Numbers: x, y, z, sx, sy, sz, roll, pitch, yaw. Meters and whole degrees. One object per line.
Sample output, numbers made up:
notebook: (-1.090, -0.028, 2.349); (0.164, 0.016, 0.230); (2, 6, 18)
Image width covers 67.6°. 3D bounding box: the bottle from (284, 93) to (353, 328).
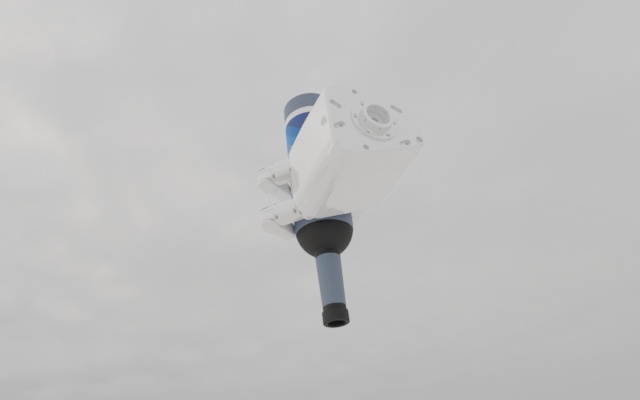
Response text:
bottle: (0.000, 0.002, 0.560); (0.069, 0.295, 0.069); (-5, -33, -3)
